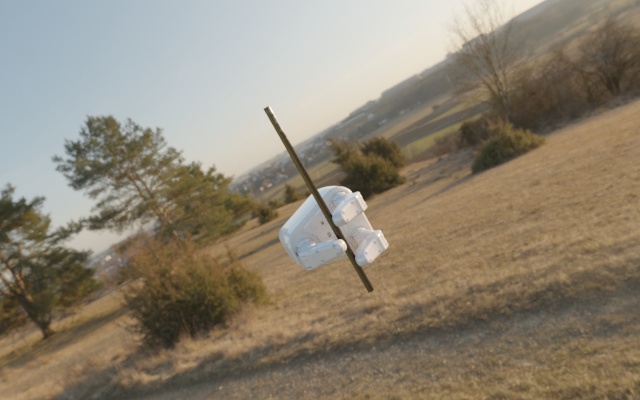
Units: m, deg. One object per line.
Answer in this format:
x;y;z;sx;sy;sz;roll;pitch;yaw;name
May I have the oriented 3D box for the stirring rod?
0.000;0.002;0.538;0.011;0.239;0.011;-29;9;5;stirring rod
